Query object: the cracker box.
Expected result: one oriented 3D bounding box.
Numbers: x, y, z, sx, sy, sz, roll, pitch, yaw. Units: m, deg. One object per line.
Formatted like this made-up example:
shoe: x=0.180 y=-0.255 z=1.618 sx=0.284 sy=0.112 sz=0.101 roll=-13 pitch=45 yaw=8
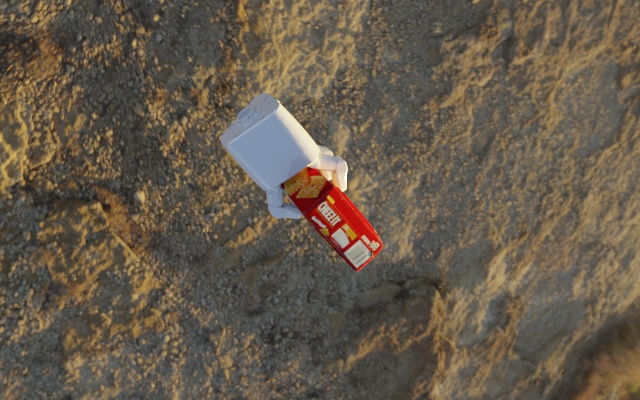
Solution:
cracker box: x=0.000 y=0.003 z=0.822 sx=0.164 sy=0.072 sz=0.213 roll=49 pitch=0 yaw=-35
